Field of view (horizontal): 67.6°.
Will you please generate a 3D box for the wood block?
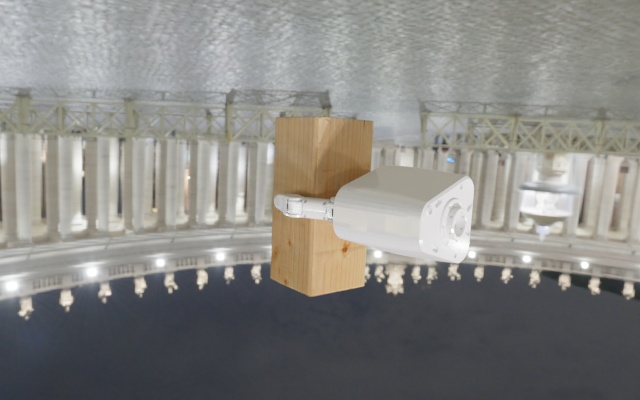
[{"bbox_3d":[0.000,0.002,0.595,0.091,0.206,0.090,-3,9,-38],"label":"wood block"}]
